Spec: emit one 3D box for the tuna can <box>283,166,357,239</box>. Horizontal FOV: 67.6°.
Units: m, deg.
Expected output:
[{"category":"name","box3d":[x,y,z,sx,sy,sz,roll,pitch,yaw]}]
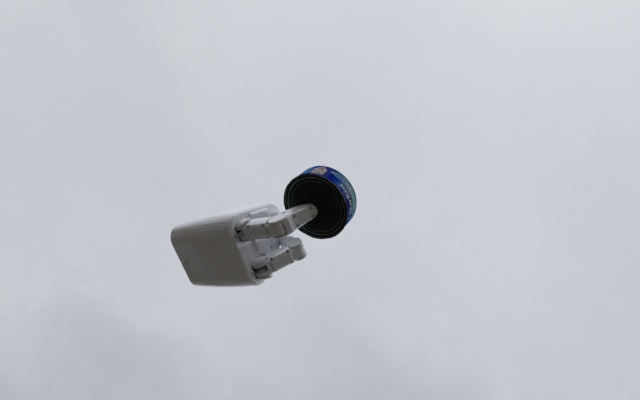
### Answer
[{"category":"tuna can","box3d":[0.000,0.002,0.579,0.086,0.086,0.033,0,24,29]}]
